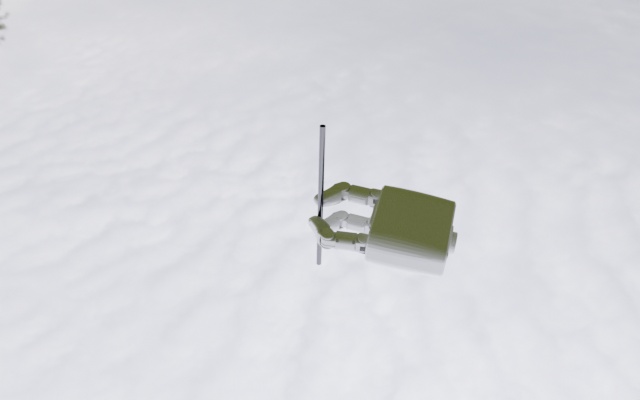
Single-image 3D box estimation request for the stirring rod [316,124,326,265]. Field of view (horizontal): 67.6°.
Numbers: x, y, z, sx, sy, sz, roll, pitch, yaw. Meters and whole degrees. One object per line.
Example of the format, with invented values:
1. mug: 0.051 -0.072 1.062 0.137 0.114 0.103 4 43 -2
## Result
1. stirring rod: 0.000 0.002 0.672 0.011 0.240 0.011 1 37 -1
